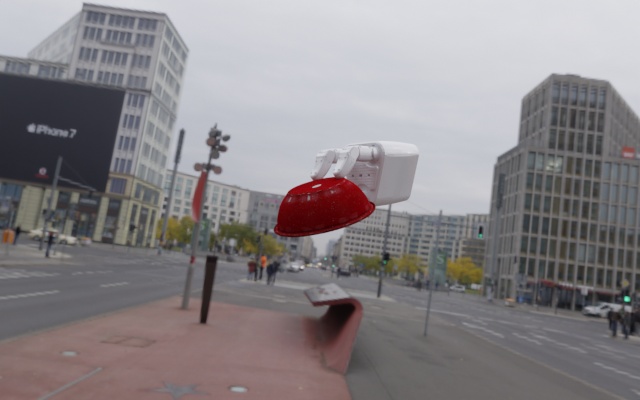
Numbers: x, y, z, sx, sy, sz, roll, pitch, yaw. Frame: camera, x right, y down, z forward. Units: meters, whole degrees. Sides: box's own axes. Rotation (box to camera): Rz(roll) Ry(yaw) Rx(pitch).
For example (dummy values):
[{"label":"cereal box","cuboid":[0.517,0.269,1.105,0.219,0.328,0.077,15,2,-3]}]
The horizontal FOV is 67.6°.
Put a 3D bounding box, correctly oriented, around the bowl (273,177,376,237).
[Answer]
[{"label":"bowl","cuboid":[-0.001,0.002,0.729,0.162,0.055,0.162,-13,13,3]}]
